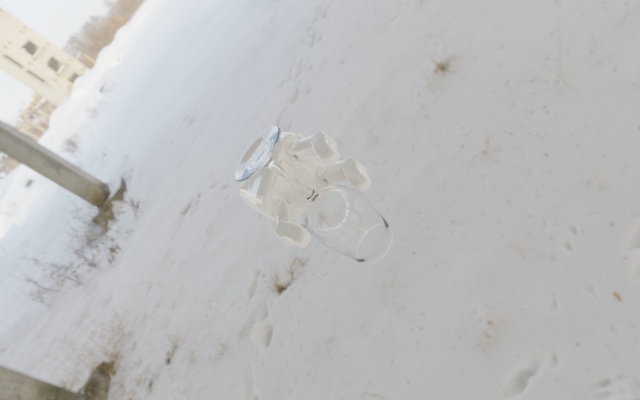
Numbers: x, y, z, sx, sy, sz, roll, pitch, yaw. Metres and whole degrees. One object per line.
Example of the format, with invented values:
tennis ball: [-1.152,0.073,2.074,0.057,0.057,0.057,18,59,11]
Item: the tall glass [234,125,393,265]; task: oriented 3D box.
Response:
tall glass: [0.000,0.002,0.563,0.201,0.079,0.079,37,-20,-28]
